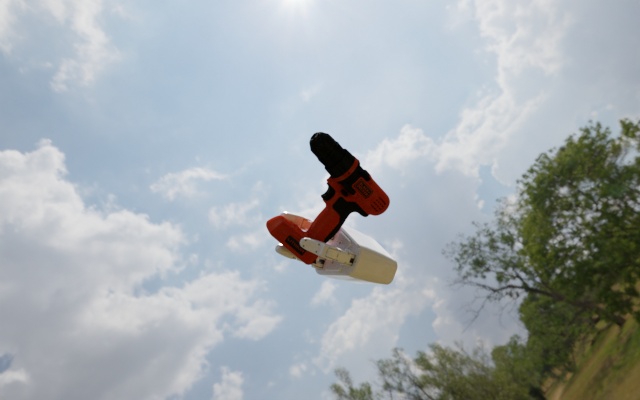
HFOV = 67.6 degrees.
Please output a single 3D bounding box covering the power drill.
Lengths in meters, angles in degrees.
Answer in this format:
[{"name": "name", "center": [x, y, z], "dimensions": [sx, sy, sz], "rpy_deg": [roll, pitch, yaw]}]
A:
[{"name": "power drill", "center": [0.000, 0.003, 0.796], "dimensions": [0.184, 0.187, 0.057], "rpy_deg": [44, 7, -23]}]
